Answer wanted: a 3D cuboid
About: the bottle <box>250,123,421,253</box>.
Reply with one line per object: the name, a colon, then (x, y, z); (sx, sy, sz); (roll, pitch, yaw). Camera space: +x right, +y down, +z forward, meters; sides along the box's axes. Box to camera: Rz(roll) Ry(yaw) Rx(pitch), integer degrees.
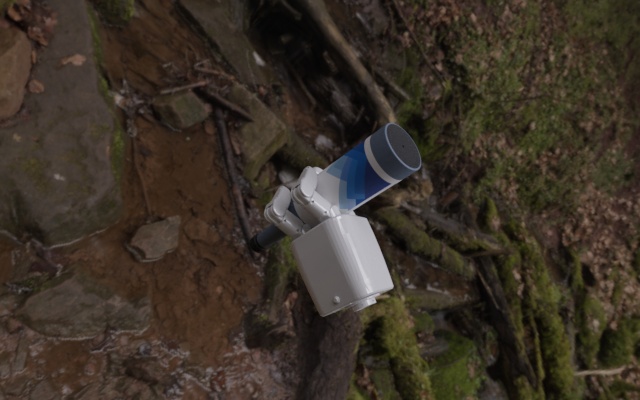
bottle: (0.000, 0.002, 0.654); (0.296, 0.069, 0.069); (-34, -22, 36)
